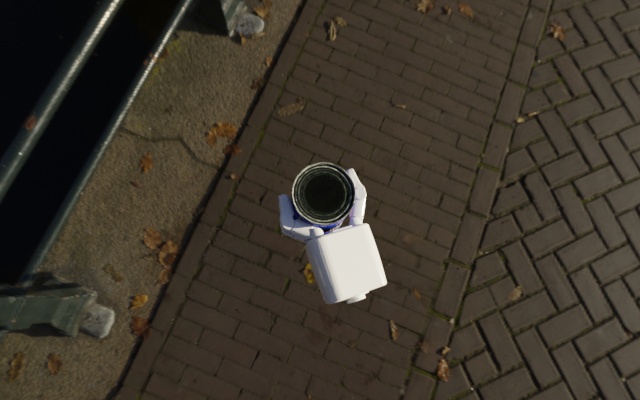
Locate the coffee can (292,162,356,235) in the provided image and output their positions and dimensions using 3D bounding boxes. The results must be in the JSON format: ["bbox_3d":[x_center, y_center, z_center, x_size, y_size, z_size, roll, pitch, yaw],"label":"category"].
[{"bbox_3d":[0.000,0.003,0.823,0.103,0.102,0.140,0,-12,-4],"label":"coffee can"}]
